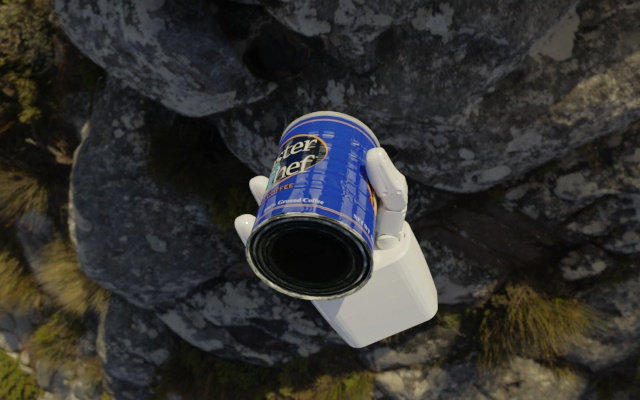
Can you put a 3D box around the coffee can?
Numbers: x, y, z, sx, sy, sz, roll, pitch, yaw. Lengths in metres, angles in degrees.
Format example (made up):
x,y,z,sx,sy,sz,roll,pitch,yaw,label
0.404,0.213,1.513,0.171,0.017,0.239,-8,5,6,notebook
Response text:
x,y,z,sx,sy,sz,roll,pitch,yaw,label
0.000,0.001,0.425,0.103,0.103,0.140,0,42,11,coffee can
